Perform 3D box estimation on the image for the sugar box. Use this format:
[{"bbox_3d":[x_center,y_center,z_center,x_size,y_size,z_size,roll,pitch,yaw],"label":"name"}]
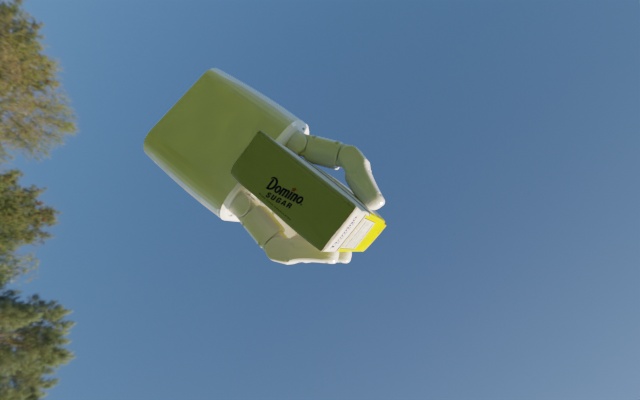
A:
[{"bbox_3d":[0.000,0.002,0.409,0.093,0.048,0.176,39,7,15],"label":"sugar box"}]
